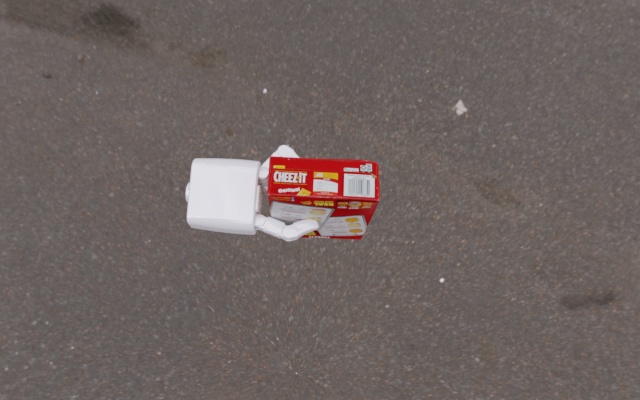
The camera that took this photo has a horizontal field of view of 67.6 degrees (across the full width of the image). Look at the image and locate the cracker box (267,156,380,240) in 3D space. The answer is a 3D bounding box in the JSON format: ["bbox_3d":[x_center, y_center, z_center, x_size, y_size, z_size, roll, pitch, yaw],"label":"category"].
[{"bbox_3d":[0.000,0.003,0.786,0.164,0.072,0.214,2,-20,-2],"label":"cracker box"}]
